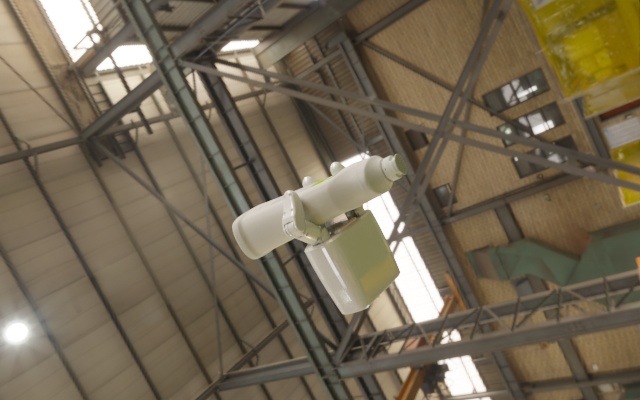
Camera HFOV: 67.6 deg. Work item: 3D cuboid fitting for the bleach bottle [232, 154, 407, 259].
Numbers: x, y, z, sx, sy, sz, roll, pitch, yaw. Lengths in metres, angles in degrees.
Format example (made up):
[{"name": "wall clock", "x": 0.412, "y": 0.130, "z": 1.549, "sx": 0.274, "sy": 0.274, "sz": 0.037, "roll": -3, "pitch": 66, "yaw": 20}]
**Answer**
[{"name": "bleach bottle", "x": 0.000, "y": 0.002, "z": 0.651, "sx": 0.251, "sy": 0.068, "sz": 0.102, "roll": -25, "pitch": 8, "yaw": 32}]
